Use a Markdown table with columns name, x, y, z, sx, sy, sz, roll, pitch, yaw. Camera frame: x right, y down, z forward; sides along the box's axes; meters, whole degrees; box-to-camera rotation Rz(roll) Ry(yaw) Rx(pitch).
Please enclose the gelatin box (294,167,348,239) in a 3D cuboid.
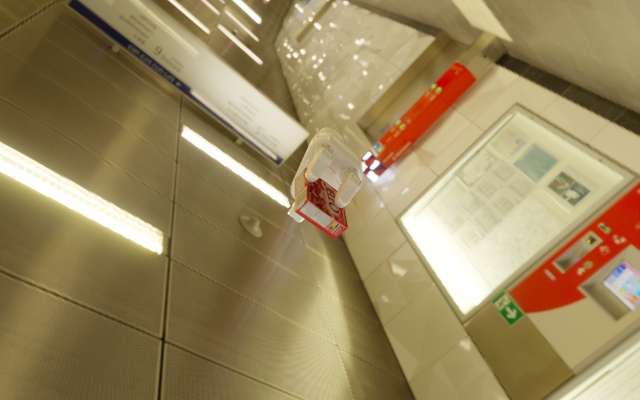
| name | x | y | z | sx | sy | sz | roll | pitch | yaw |
| --- | --- | --- | --- | --- | --- | --- | --- | --- | --- |
| gelatin box | 0.000 | 0.003 | 0.667 | 0.073 | 0.030 | 0.089 | 36 | 25 | -23 |
